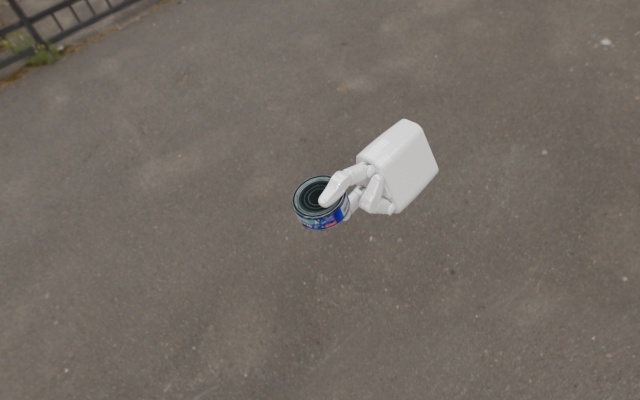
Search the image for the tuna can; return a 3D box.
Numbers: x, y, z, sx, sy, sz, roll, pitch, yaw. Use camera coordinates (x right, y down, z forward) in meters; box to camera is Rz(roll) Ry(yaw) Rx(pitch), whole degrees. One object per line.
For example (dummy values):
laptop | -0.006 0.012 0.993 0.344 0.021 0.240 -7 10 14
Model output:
tuna can | 0.000 0.002 0.732 0.086 0.086 0.034 0 -37 19
